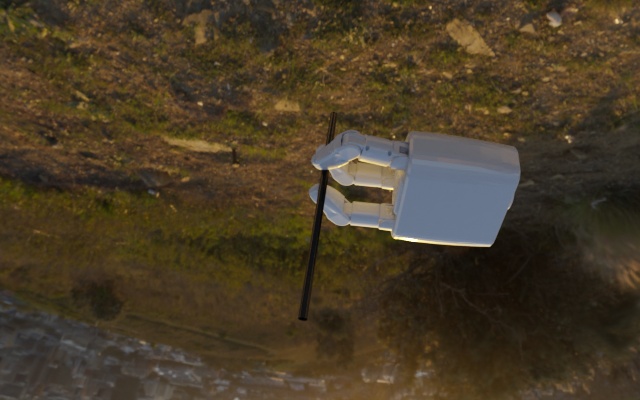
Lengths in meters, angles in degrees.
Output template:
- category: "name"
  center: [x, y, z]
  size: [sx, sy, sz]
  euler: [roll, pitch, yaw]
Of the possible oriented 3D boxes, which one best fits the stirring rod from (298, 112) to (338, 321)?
- category: "stirring rod"
  center: [0.000, 0.001, 0.470]
  size: [0.011, 0.239, 0.011]
  euler: [6, -34, 4]
